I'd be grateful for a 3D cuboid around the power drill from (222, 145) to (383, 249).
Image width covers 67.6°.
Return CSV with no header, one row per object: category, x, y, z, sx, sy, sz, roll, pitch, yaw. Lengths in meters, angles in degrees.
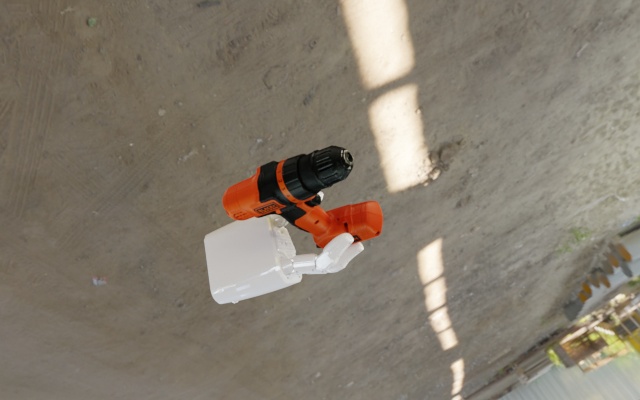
power drill,0.000,0.002,0.605,0.184,0.057,0.188,-18,-32,34
